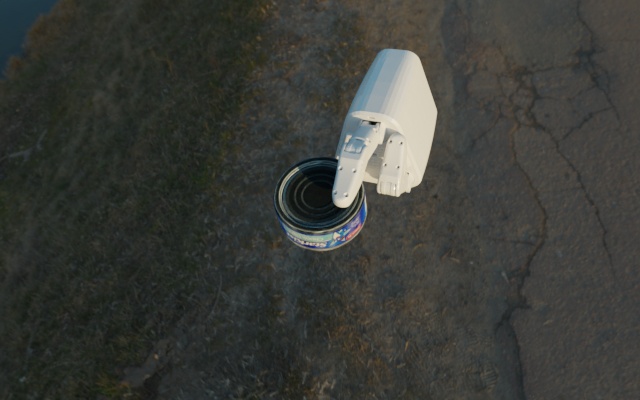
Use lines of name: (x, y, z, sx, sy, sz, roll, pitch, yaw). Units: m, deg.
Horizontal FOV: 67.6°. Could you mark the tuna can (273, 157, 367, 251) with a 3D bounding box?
tuna can: (0.000, 0.001, 0.445, 0.086, 0.086, 0.034, 0, -32, 8)
